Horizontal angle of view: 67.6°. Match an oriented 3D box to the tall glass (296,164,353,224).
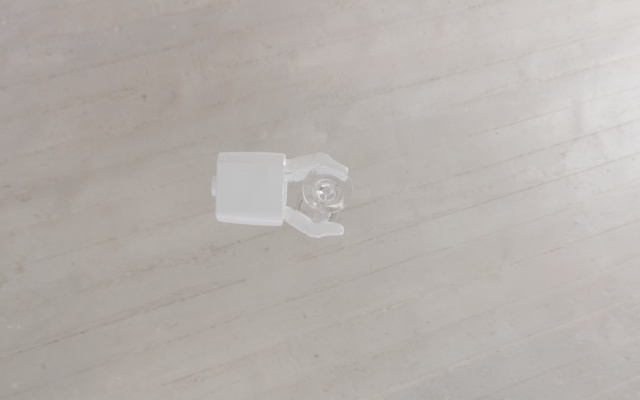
[{"bbox_3d":[0.000,0.003,0.796,0.079,0.079,0.201,0,-12,-6],"label":"tall glass"}]
